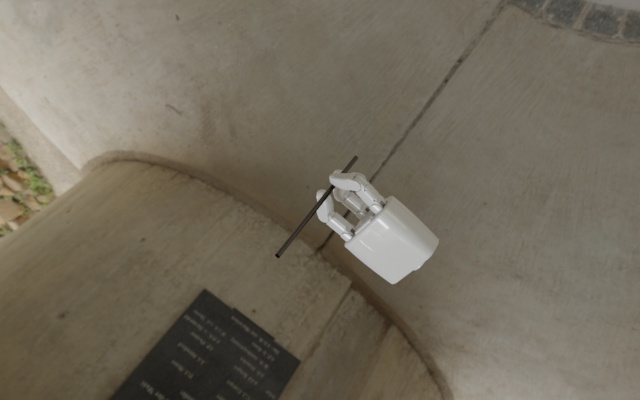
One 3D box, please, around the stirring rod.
[{"bbox_3d":[0.000,0.002,0.738,0.011,0.011,0.239,0,39,40],"label":"stirring rod"}]
